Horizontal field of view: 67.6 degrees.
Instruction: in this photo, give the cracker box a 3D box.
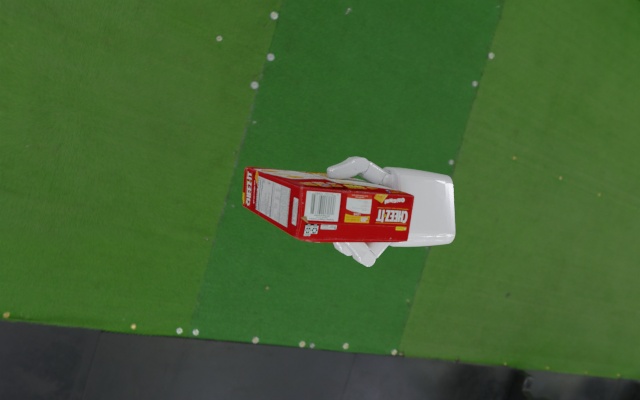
[{"bbox_3d":[0.000,0.002,0.672,0.164,0.072,0.213,3,8,-27],"label":"cracker box"}]
